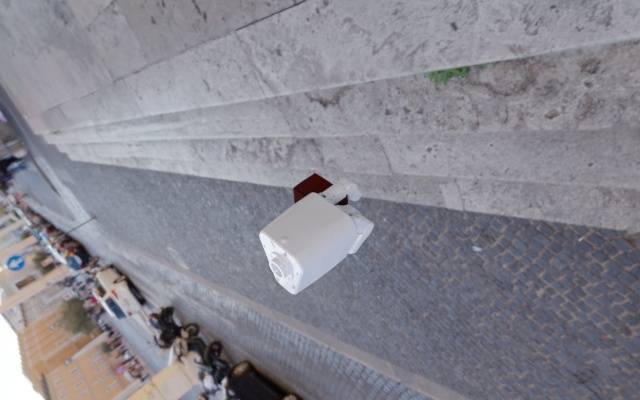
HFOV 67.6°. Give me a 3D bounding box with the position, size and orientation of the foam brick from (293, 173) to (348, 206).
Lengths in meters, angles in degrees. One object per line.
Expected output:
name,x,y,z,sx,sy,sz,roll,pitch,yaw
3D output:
foam brick,0.000,0.002,0.772,0.051,0.053,0.078,-36,53,-28
